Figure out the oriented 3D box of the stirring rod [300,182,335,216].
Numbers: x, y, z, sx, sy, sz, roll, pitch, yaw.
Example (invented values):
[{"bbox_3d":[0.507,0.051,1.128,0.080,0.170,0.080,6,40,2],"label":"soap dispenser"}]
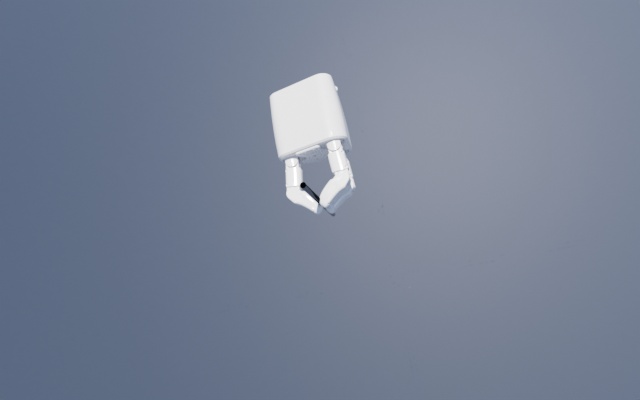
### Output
[{"bbox_3d":[0.000,0.002,0.703,0.011,0.011,0.239,0,-10,11],"label":"stirring rod"}]
